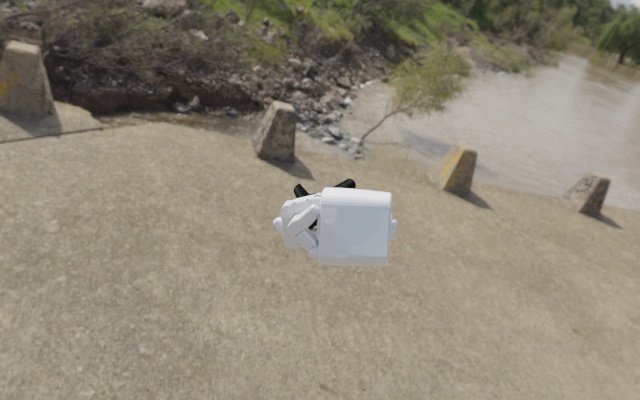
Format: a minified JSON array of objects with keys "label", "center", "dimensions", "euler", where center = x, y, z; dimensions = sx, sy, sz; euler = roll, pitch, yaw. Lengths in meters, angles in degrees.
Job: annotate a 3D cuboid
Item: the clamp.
[{"label":"clamp","center":[0.000,0.002,0.839],"dimensions":[0.120,0.039,0.171],"euler":[-14,24,13]}]
